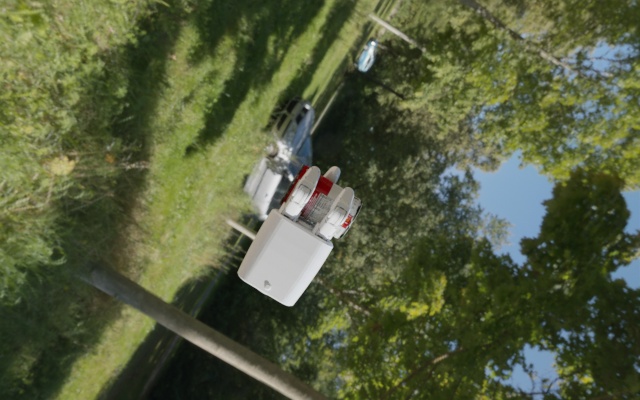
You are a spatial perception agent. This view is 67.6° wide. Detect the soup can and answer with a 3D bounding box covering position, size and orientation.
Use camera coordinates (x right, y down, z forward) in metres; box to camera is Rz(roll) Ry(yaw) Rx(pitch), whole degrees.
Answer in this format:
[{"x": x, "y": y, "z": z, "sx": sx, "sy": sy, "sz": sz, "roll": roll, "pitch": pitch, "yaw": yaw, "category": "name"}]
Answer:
[{"x": 0.001, "y": 0.002, "z": 0.686, "sx": 0.102, "sy": 0.068, "sz": 0.068, "roll": 32, "pitch": -3, "yaw": -4, "category": "soup can"}]
